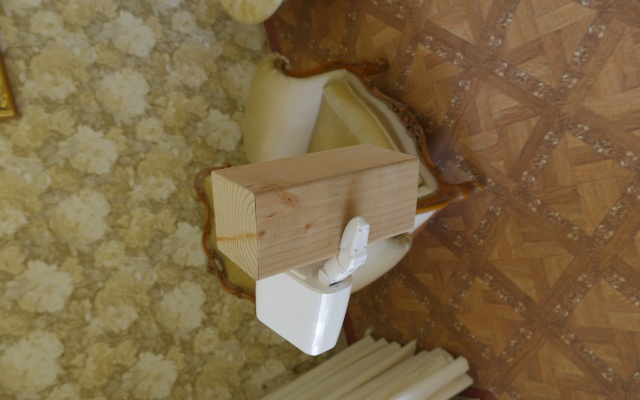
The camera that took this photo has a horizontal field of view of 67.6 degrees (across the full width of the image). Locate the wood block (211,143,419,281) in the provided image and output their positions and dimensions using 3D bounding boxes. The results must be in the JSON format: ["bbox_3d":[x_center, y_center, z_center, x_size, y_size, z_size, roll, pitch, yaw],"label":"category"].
[{"bbox_3d":[0.000,0.002,0.514,0.206,0.090,0.090,-14,25,-34],"label":"wood block"}]
